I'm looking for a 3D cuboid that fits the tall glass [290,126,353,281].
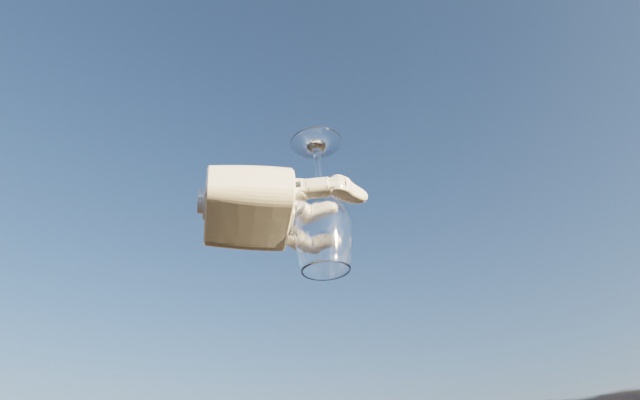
[{"bbox_3d":[0.000,0.001,0.637,0.079,0.201,0.079,-4,-31,-2],"label":"tall glass"}]
